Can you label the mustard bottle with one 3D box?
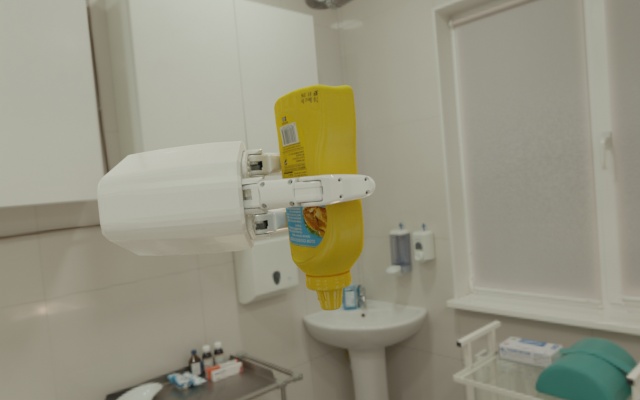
[{"bbox_3d":[0.000,0.001,0.423,0.058,0.191,0.096,-6,3,-29],"label":"mustard bottle"}]
